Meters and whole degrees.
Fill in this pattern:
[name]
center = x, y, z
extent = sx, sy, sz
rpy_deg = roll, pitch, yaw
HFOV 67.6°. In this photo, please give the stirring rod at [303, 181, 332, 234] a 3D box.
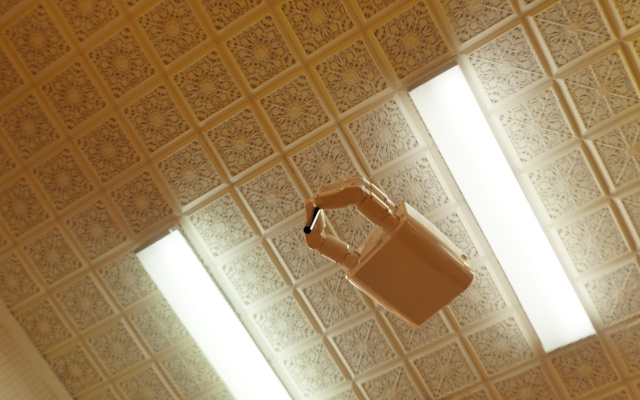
[stirring rod]
center = 0.000, 0.002, 0.573
extent = 0.011, 0.011, 0.239
rpy_deg = 0, 13, 6
